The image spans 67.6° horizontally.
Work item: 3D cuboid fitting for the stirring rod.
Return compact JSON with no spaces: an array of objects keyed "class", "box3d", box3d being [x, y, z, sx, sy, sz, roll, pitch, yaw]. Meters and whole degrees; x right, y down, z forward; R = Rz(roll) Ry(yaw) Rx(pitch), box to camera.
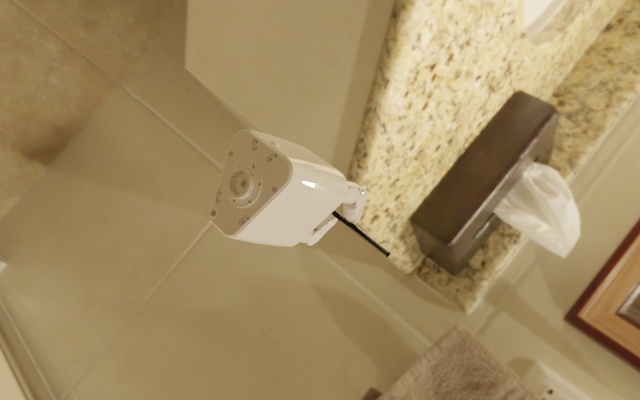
[{"class":"stirring rod","box3d":[0.000,0.002,0.638,0.239,0.011,0.011,38,21,30]}]
